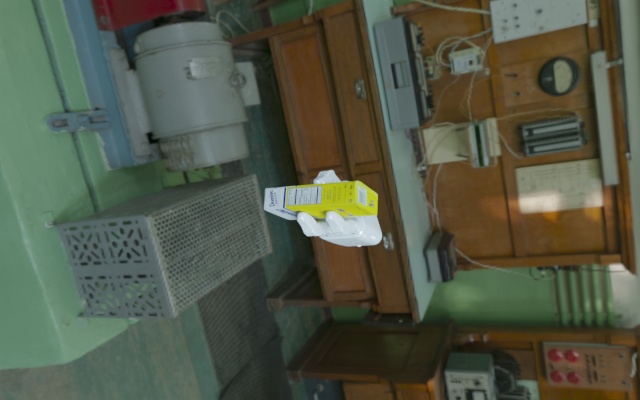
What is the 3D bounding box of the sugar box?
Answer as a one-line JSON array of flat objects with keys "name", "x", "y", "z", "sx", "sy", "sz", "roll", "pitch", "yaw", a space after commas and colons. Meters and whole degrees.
[{"name": "sugar box", "x": 0.000, "y": 0.003, "z": 0.824, "sx": 0.176, "sy": 0.048, "sz": 0.093, "roll": -7, "pitch": -17, "yaw": 27}]
